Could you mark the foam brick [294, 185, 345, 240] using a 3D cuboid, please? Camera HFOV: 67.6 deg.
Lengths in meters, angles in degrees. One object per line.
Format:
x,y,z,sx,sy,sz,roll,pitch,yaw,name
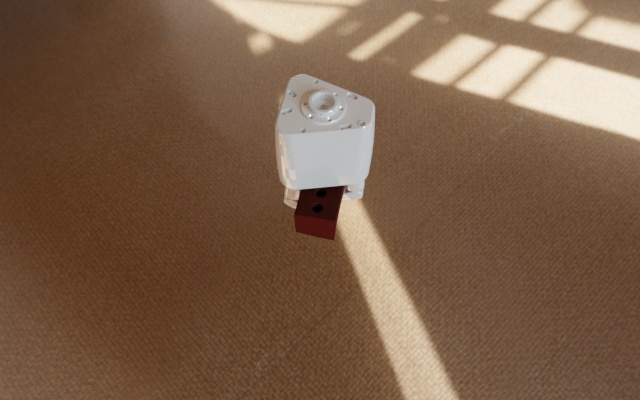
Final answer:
0.000,0.002,0.616,0.053,0.078,0.051,10,-29,5,foam brick
